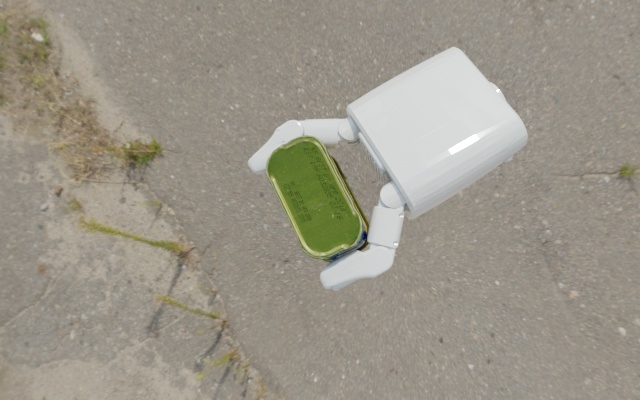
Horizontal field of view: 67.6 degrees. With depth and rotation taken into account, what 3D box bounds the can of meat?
[{"bbox_3d":[0.000,0.001,0.405,0.057,0.102,0.084,-27,-9,4],"label":"can of meat"}]
